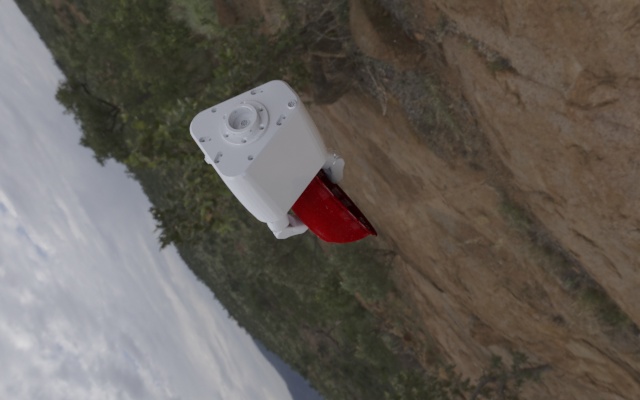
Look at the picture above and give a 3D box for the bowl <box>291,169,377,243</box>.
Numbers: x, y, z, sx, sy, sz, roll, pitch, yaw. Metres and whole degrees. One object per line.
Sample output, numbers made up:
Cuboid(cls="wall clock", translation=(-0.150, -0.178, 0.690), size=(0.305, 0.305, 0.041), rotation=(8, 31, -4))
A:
Cuboid(cls="bowl", translation=(0.000, 0.003, 0.617), size=(0.055, 0.162, 0.162), rotation=(-43, -6, 7))
